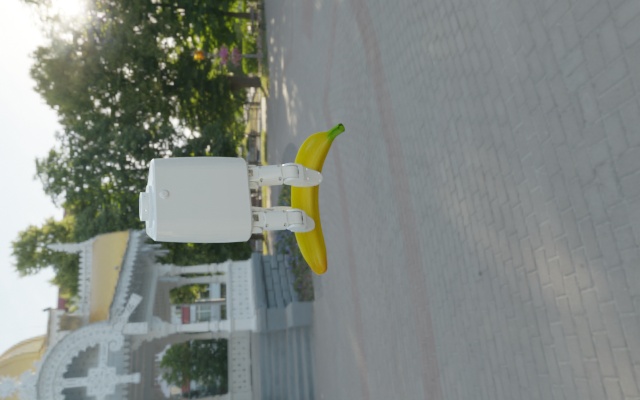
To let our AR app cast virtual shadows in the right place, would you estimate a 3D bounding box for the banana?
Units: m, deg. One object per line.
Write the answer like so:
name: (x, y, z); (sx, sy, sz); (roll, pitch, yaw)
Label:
banana: (-0.011, -0.004, 0.632); (0.037, 0.198, 0.069); (1, 7, -39)
